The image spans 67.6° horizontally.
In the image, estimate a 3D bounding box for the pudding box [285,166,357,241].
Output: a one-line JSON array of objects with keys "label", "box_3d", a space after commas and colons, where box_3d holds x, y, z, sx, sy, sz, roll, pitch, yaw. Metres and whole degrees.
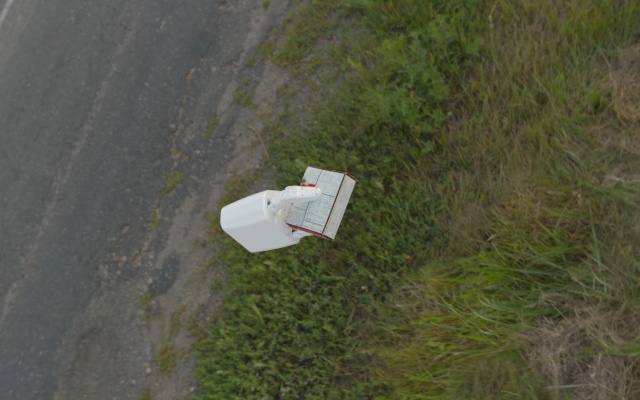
[{"label": "pudding box", "box_3d": [0.000, 0.003, 0.805, 0.090, 0.113, 0.039, 15, -9, 40]}]
